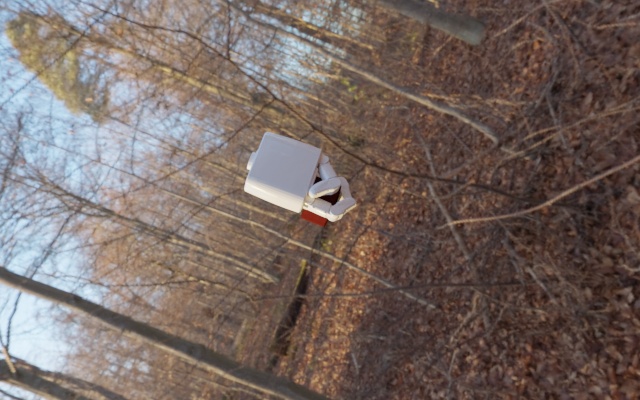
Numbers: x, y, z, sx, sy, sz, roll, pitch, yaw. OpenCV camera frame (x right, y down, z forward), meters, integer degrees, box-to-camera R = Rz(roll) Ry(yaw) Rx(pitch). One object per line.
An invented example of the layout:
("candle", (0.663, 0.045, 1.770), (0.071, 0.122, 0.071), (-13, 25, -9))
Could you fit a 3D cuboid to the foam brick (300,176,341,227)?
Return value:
("foam brick", (0.000, 0.003, 0.882), (0.051, 0.053, 0.078), (20, -34, -4))
